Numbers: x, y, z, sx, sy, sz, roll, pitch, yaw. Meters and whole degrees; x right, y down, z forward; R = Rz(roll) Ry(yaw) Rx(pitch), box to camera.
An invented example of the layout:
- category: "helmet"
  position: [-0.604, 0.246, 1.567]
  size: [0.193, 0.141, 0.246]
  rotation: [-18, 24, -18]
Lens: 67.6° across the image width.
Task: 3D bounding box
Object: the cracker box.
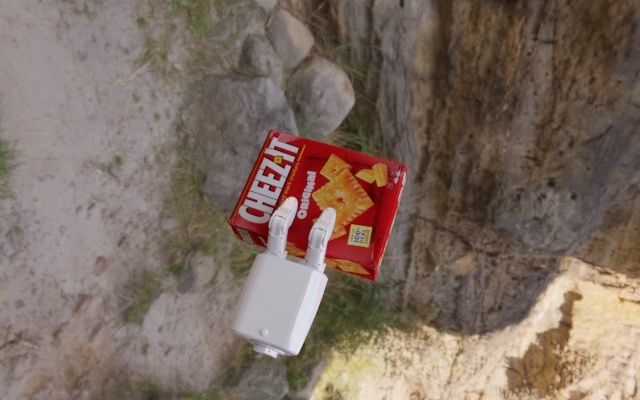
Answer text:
- category: "cracker box"
  position: [0.000, 0.002, 0.685]
  size: [0.213, 0.164, 0.072]
  rotation: [16, -23, 11]
